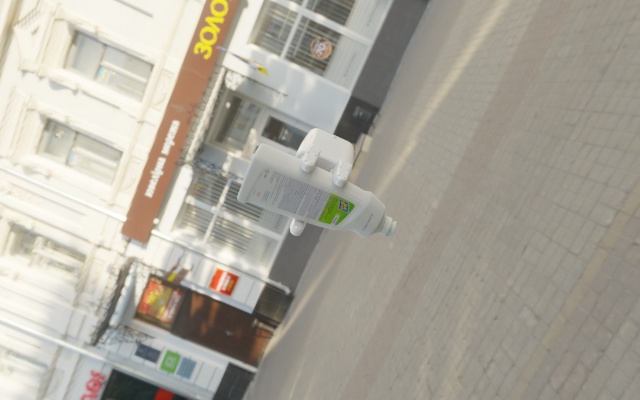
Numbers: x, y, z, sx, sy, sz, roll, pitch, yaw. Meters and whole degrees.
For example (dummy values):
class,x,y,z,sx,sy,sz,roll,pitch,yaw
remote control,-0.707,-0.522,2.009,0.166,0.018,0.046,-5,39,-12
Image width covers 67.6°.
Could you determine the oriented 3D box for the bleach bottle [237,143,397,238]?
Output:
class,x,y,z,sx,sy,sz,roll,pitch,yaw
bleach bottle,0.000,0.002,0.772,0.251,0.103,0.068,24,33,-5
